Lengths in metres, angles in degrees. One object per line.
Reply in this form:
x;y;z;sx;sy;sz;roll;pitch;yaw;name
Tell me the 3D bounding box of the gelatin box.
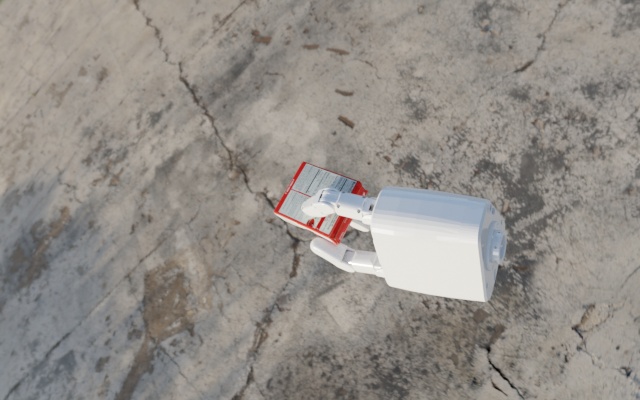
0.000;0.002;0.558;0.089;0.073;0.030;22;-12;33;gelatin box
